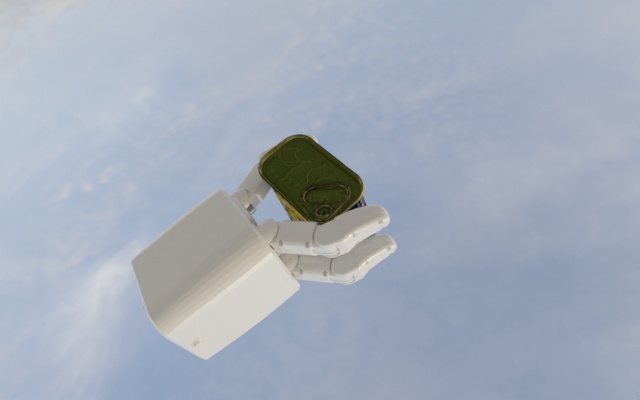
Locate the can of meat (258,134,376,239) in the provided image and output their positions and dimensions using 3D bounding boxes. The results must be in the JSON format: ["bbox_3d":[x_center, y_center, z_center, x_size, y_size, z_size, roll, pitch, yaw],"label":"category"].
[{"bbox_3d":[0.000,0.002,0.437,0.102,0.057,0.084,41,-14,34],"label":"can of meat"}]
